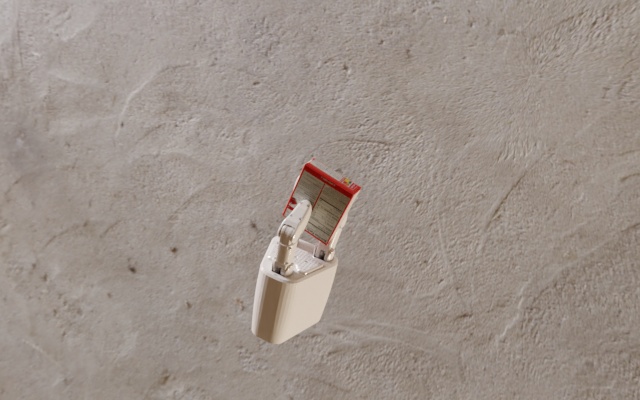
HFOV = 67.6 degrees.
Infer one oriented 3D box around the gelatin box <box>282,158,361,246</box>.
[{"bbox_3d":[0.000,0.002,0.613,0.073,0.089,0.030,33,33,11],"label":"gelatin box"}]
